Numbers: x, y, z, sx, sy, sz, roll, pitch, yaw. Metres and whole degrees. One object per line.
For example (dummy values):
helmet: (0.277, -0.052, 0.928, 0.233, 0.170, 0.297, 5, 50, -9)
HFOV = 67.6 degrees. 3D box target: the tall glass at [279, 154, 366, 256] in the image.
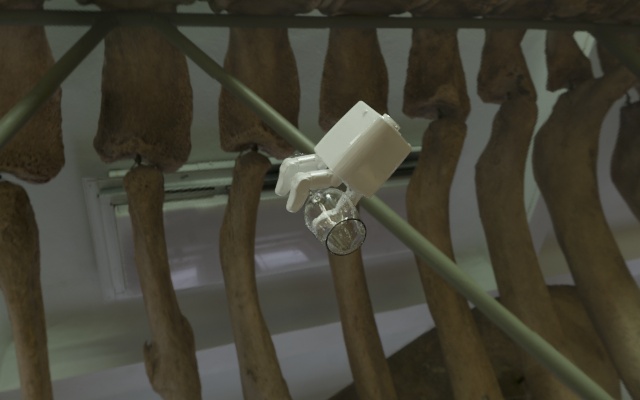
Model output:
tall glass: (0.000, 0.002, 0.736, 0.079, 0.079, 0.201, 0, 30, -25)
